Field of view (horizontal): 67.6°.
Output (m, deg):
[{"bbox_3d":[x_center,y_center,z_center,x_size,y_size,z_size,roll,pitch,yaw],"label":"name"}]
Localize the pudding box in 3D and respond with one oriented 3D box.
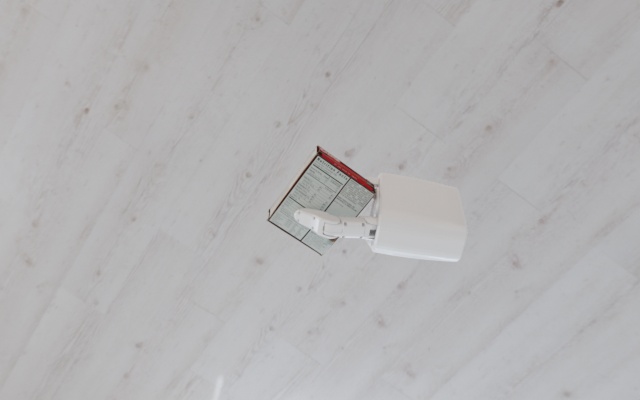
[{"bbox_3d":[0.000,0.002,0.598,0.090,0.113,0.039,35,18,-12],"label":"pudding box"}]
